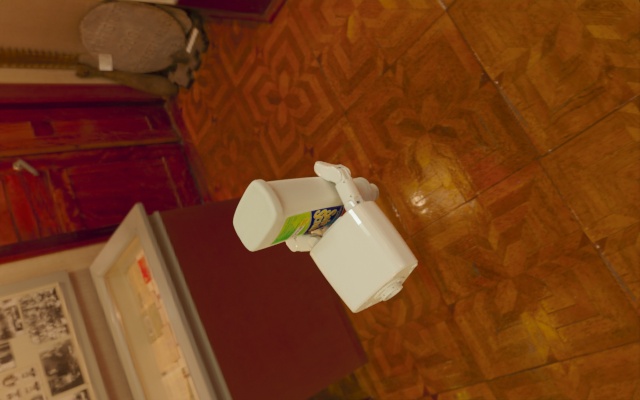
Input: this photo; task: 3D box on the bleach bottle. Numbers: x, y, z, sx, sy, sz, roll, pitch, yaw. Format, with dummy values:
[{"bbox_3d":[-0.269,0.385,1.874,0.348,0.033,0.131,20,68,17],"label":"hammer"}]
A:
[{"bbox_3d":[0.000,0.002,0.703,0.251,0.068,0.103,-13,-30,-42],"label":"bleach bottle"}]
